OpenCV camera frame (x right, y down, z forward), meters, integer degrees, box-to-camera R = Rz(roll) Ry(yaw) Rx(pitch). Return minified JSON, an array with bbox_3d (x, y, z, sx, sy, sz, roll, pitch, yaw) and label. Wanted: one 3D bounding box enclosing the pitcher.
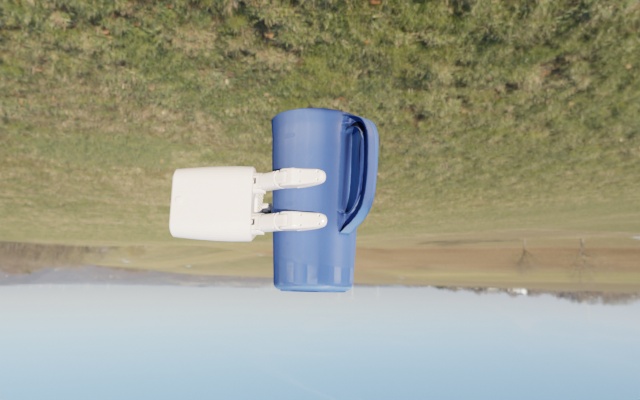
[{"bbox_3d":[0.000,0.002,0.655,0.145,0.242,0.149,1,-10,1],"label":"pitcher"}]
